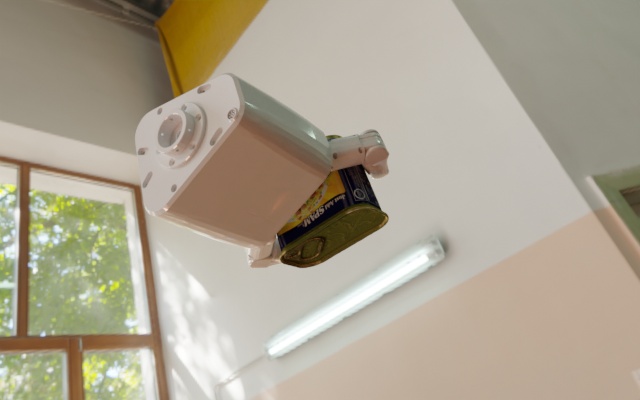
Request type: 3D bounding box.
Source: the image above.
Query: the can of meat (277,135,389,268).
[{"bbox_3d":[0.000,0.001,0.442,0.102,0.084,0.057,-34,-32,24],"label":"can of meat"}]
